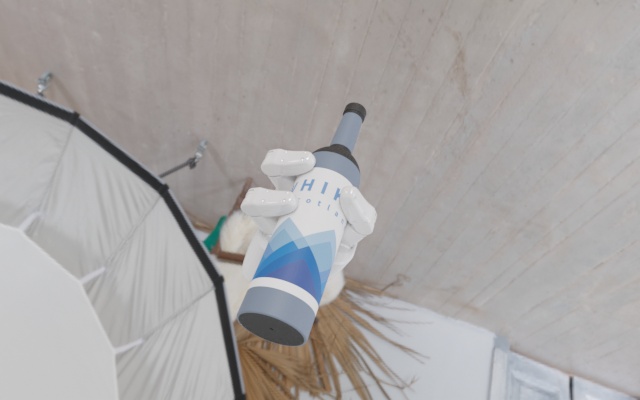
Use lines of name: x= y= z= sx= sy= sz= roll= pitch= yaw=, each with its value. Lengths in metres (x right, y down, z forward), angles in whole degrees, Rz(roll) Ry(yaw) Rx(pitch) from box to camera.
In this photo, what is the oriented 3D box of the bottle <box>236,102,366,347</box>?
bottle: x=0.000 y=0.002 z=0.505 sx=0.069 sy=0.295 sz=0.069 roll=14 pitch=-36 yaw=10
